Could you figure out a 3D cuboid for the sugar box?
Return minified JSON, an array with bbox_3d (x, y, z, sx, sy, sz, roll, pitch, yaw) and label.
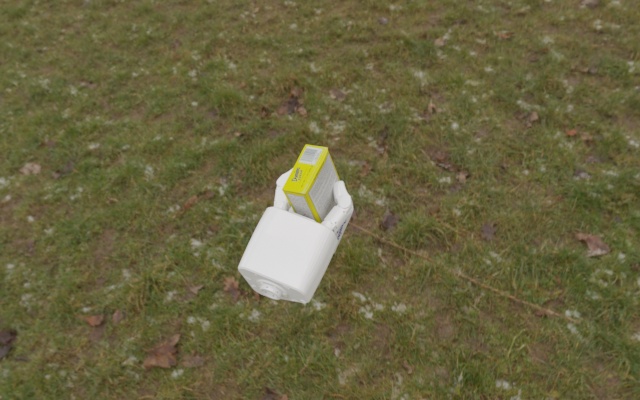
[{"bbox_3d":[0.000,0.002,0.772,0.048,0.093,0.176,13,-31,24],"label":"sugar box"}]
